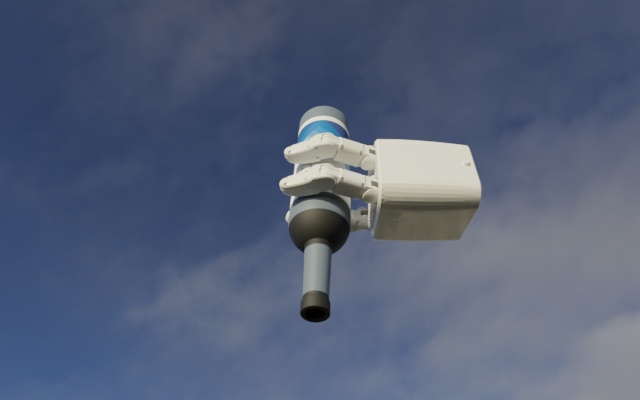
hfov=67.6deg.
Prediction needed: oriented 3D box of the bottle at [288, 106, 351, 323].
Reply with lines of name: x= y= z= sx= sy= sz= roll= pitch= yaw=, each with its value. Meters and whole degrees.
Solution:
bottle: x=0.000 y=0.002 z=0.534 sx=0.069 sy=0.069 sz=0.295 roll=0 pitch=43 yaw=3
